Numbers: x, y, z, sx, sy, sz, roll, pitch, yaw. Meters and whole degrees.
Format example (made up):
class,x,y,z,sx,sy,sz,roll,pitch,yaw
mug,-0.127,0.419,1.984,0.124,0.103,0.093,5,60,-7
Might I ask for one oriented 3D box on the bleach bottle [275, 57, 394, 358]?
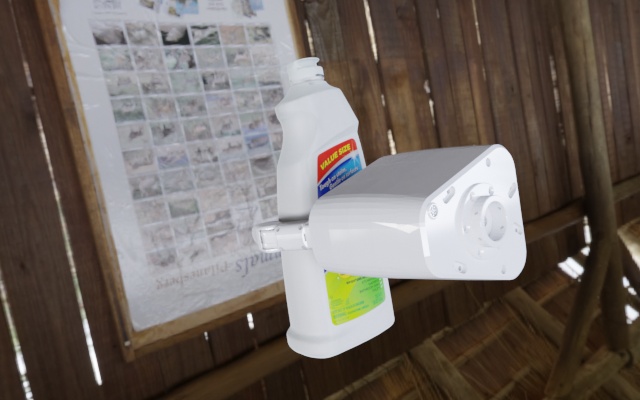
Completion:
class,x,y,z,sx,sy,sz,roll,pitch,yaw
bleach bottle,0.000,0.001,0.430,0.102,0.251,0.068,-14,6,-36
